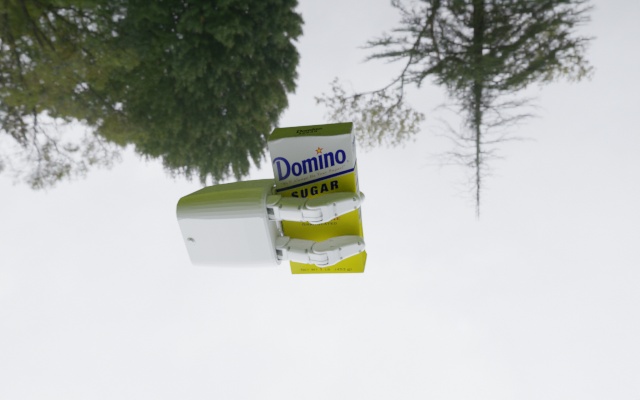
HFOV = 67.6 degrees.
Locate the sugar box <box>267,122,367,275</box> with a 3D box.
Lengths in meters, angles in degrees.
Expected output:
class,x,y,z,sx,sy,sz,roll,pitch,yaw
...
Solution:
class,x,y,z,sx,sy,sz,roll,pitch,yaw
sugar box,0.000,0.002,0.551,0.093,0.176,0.048,-4,28,11
